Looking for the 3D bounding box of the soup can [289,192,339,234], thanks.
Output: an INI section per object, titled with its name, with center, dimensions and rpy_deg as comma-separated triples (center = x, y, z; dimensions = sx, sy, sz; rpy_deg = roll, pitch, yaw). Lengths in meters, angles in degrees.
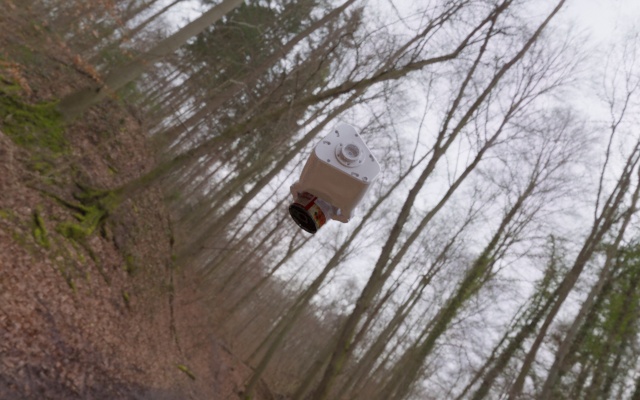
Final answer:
[soup can]
center = 0.000, 0.003, 0.877
dimensions = 0.102, 0.068, 0.068
rpy_deg = -44, 23, -27
